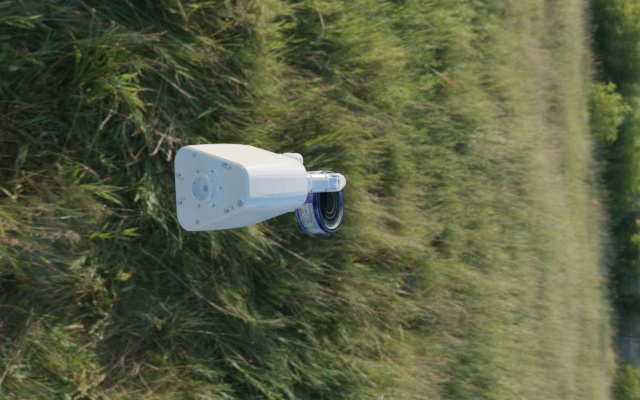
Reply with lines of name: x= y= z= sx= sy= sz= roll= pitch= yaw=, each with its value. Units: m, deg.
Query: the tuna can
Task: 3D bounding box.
tuna can: x=0.001 y=0.002 z=0.645 sx=0.034 sy=0.086 sz=0.086 roll=-4 pitch=-2 yaw=28
